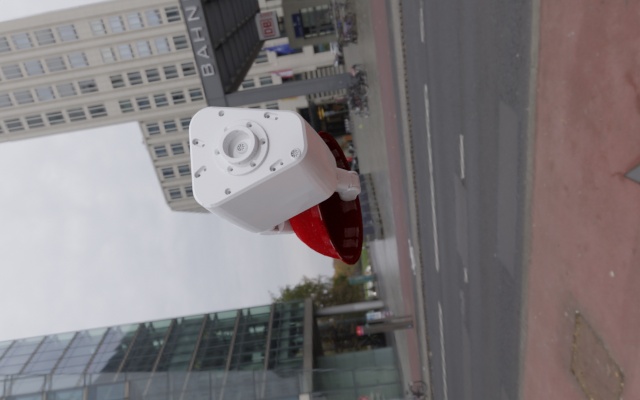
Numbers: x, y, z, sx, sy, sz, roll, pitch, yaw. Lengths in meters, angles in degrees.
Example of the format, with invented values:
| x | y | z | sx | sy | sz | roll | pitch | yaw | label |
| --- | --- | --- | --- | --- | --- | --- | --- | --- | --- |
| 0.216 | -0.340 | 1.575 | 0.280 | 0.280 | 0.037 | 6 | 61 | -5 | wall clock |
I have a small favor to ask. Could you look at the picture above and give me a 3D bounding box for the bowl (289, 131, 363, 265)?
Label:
| x | y | z | sx | sy | sz | roll | pitch | yaw | label |
| --- | --- | --- | --- | --- | --- | --- | --- | --- | --- |
| 0.000 | 0.003 | 0.577 | 0.055 | 0.162 | 0.162 | -14 | -5 | 20 | bowl |
